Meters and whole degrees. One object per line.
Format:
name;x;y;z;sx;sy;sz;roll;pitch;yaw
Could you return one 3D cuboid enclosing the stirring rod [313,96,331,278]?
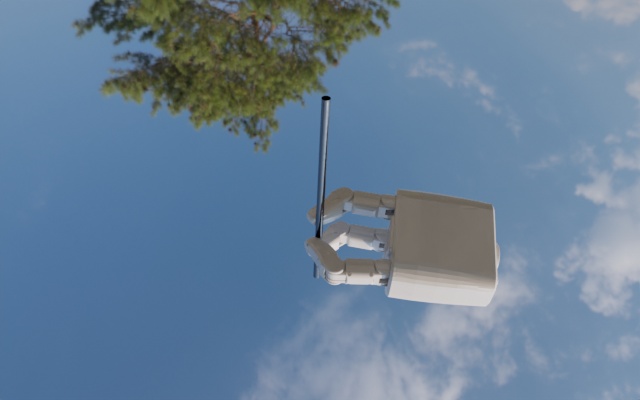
stirring rod;0.000;0.002;0.483;0.011;0.240;0.011;2;43;-2
